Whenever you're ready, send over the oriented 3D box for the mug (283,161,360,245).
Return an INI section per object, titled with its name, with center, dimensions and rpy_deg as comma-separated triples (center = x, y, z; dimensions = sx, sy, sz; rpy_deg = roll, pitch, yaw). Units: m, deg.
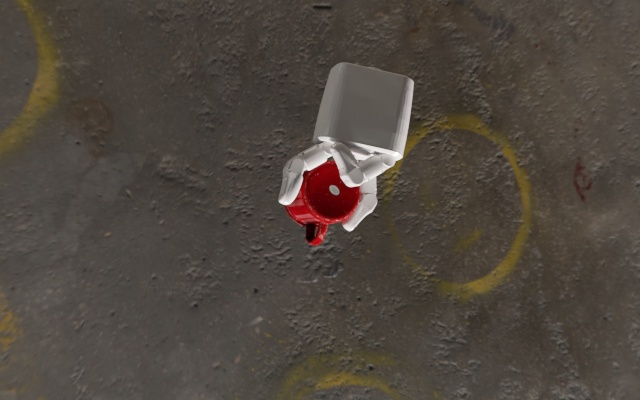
[mug]
center = 0.000, 0.003, 0.646
dimensions = 0.093, 0.117, 0.081
rpy_deg = 14, -8, -18
